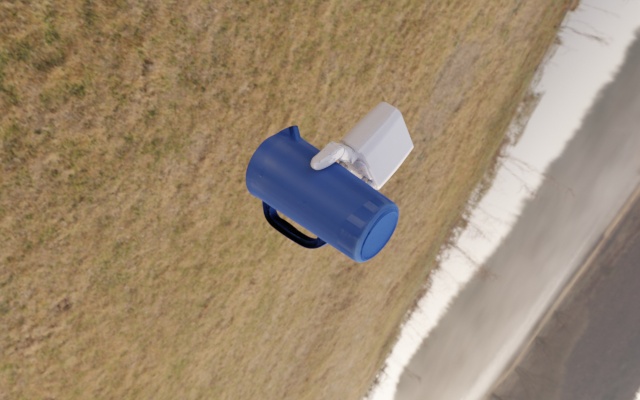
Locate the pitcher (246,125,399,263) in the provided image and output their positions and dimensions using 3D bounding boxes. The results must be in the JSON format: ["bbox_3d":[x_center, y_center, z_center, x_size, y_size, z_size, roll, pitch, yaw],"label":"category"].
[{"bbox_3d":[0.000,0.002,0.785,0.242,0.145,0.149,35,-15,28],"label":"pitcher"}]
